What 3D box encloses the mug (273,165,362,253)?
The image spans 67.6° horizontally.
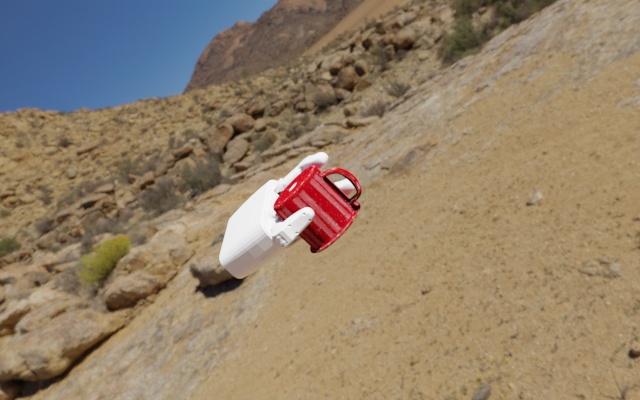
[{"bbox_3d":[0.001,0.001,0.624,0.117,0.081,0.093,-38,15,30],"label":"mug"}]
